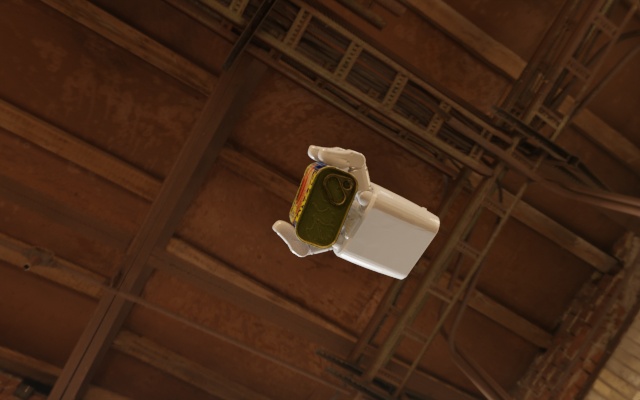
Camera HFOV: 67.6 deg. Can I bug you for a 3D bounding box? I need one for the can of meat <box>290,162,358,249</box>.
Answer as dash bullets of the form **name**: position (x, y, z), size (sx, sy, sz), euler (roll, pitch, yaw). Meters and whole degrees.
- **can of meat**: position (0.000, 0.002, 0.630), size (0.057, 0.102, 0.084), euler (20, 6, -14)
